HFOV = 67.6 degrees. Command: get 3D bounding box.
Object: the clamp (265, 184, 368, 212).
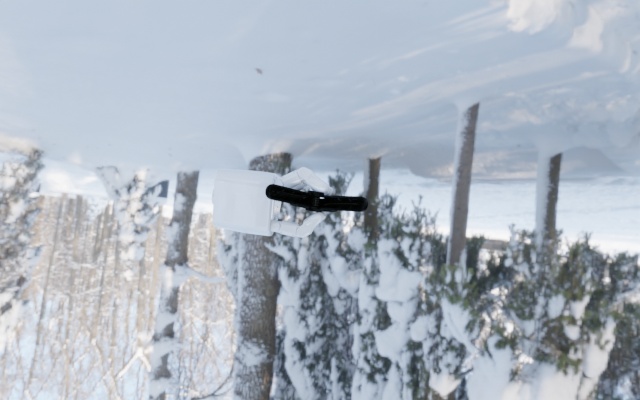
[{"bbox_3d":[0.000,0.004,0.845,0.164,0.036,0.210,9,-4,5],"label":"clamp"}]
